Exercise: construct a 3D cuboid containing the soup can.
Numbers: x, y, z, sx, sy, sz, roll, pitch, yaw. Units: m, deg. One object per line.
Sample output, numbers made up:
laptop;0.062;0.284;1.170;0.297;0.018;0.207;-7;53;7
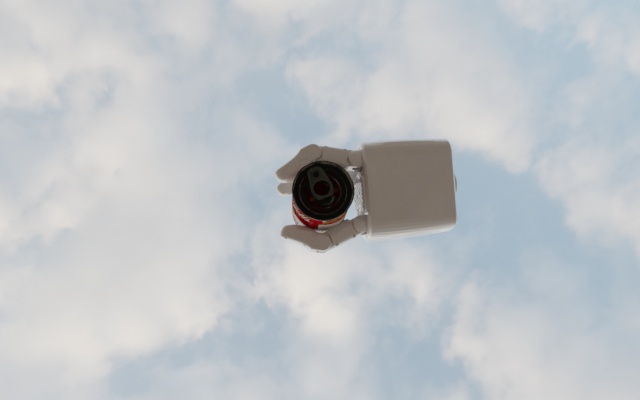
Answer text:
soup can;0.000;0.002;0.561;0.068;0.068;0.102;0;-15;-4
